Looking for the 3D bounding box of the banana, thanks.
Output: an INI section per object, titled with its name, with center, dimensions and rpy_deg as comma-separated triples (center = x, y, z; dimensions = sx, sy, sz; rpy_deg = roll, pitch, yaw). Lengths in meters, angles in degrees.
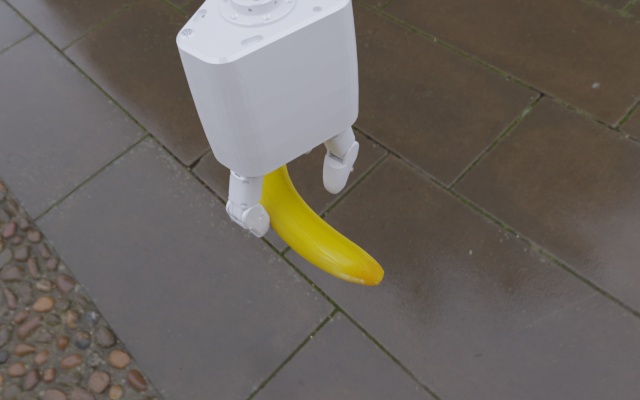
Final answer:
[banana]
center = -0.018, 0.006, 0.441
dimensions = 0.069, 0.197, 0.037
rpy_deg = -22, -35, -15
